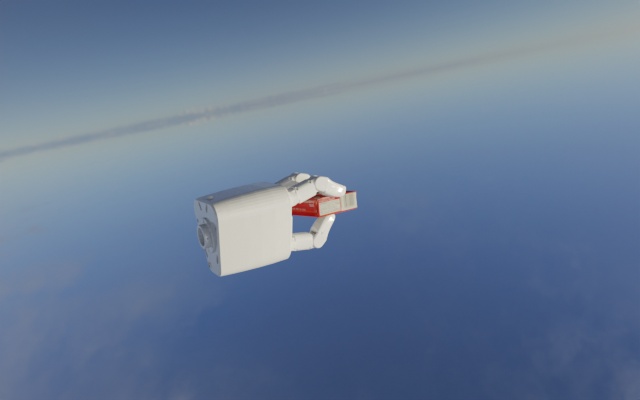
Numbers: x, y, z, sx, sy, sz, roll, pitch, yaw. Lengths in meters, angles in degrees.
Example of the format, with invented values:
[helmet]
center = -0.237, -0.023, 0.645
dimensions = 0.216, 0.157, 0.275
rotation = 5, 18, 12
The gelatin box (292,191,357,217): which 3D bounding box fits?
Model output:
[gelatin box]
center = 0.000, 0.003, 0.731
dimensions = 0.073, 0.030, 0.089
rotation = 4, 12, 45
